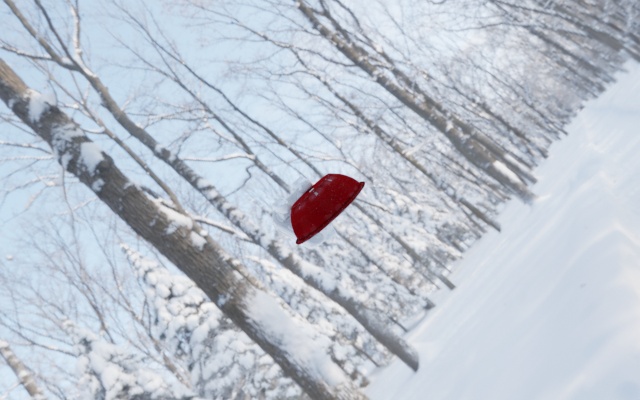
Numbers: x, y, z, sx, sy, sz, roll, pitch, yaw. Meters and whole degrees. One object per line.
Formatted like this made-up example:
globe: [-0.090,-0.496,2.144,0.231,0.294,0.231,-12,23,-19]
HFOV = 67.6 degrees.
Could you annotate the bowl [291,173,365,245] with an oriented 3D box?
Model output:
bowl: [0.000,0.002,0.830,0.162,0.055,0.162,-41,7,6]
